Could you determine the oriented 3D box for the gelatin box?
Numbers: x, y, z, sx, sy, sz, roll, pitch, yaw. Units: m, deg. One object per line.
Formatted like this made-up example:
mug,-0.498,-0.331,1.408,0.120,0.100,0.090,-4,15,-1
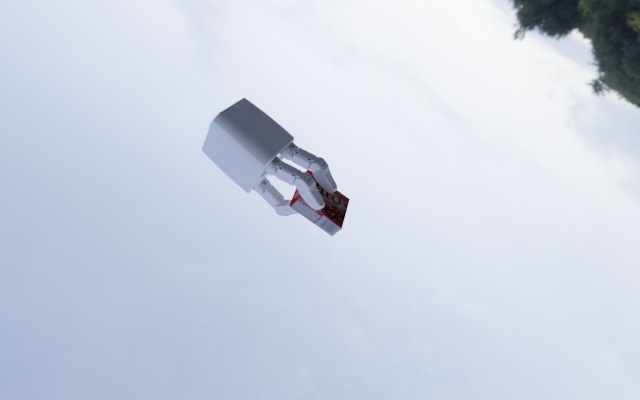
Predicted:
gelatin box,0.000,0.003,0.757,0.089,0.073,0.030,36,-51,-15
